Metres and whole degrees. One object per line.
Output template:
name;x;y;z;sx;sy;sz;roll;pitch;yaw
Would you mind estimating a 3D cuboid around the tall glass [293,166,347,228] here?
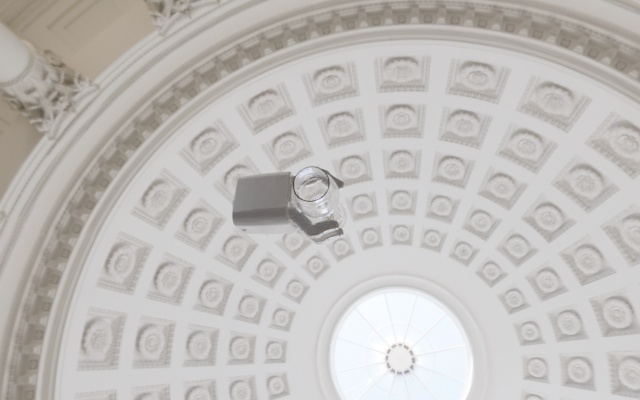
tall glass;0.000;0.003;0.870;0.079;0.079;0.201;0;-18;9
